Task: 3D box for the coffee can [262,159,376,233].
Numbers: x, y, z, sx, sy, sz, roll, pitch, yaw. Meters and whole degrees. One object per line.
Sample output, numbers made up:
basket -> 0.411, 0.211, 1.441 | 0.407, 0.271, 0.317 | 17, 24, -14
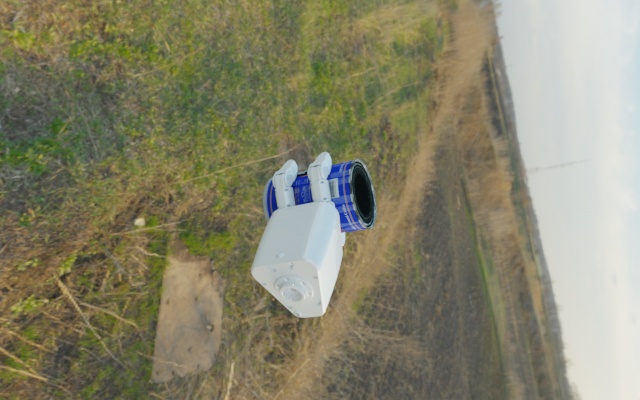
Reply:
coffee can -> 0.000, 0.002, 0.710 | 0.140, 0.103, 0.103 | -11, -4, 23
